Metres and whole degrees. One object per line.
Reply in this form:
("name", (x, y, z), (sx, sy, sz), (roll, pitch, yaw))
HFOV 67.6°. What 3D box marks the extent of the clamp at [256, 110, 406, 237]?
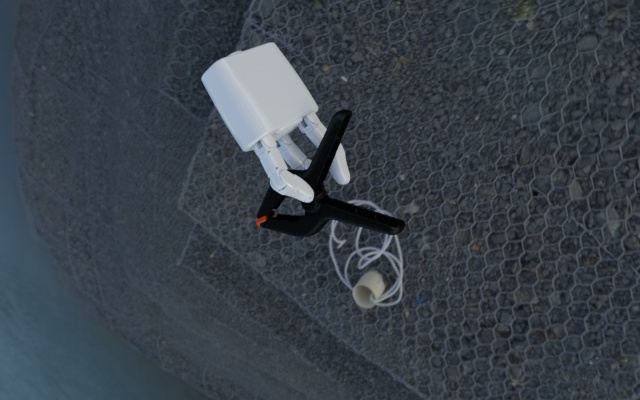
("clamp", (-0.001, 0.002, 0.626), (0.210, 0.164, 0.036), (-31, 1, 35))
